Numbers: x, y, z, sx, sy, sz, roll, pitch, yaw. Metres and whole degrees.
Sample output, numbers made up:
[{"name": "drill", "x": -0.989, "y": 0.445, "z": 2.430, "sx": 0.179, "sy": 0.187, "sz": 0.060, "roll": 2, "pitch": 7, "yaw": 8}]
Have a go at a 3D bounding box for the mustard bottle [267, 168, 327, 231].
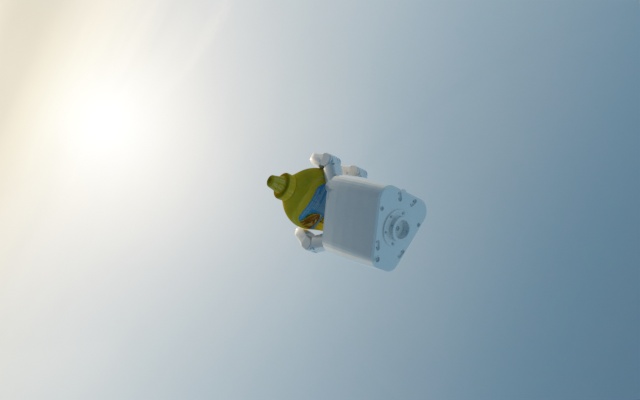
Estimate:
[{"name": "mustard bottle", "x": 0.000, "y": 0.002, "z": 0.734, "sx": 0.192, "sy": 0.096, "sz": 0.058, "roll": 23, "pitch": 19, "yaw": -36}]
